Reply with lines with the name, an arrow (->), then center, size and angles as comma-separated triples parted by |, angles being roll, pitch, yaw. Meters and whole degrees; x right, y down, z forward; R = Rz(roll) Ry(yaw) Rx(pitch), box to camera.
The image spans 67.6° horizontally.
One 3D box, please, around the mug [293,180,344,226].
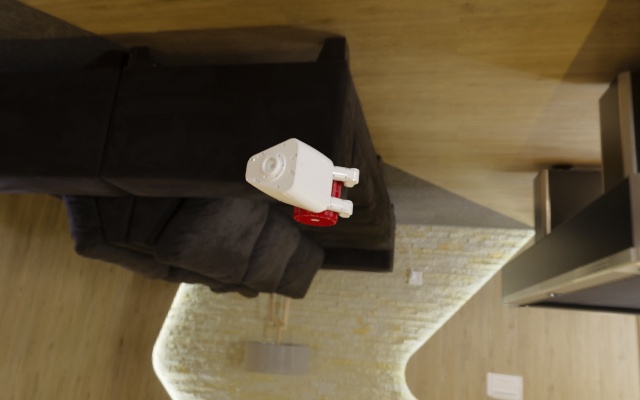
mug -> 0.001, 0.004, 0.895 | 0.093, 0.081, 0.117 | -3, -18, 31
